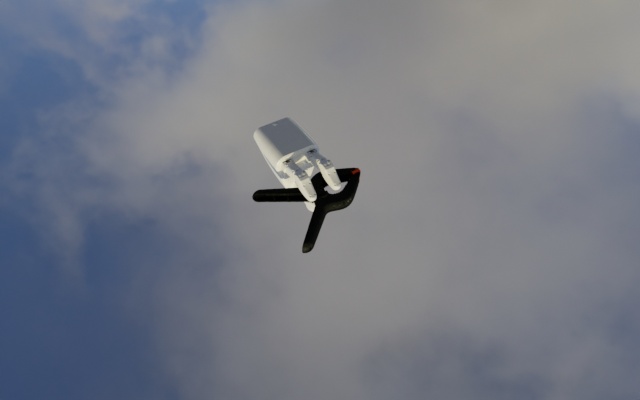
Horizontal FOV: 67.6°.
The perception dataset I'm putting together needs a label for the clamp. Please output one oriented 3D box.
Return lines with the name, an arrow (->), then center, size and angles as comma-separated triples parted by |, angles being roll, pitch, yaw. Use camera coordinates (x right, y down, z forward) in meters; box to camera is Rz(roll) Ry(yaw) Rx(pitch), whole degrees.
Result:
clamp -> 0.000, 0.003, 0.899 | 0.210, 0.164, 0.036 | -25, -33, -21
